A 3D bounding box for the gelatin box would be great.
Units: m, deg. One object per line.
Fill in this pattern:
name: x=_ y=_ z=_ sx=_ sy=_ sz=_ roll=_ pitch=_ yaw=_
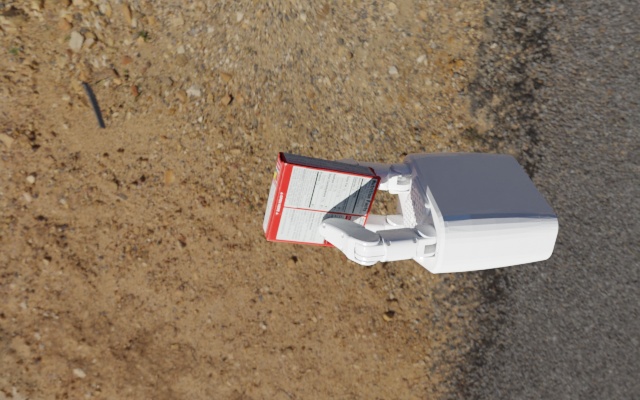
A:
gelatin box: x=0.000 y=0.002 z=0.420 sx=0.089 sy=0.073 sz=0.030 roll=7 pitch=24 yaw=-19
